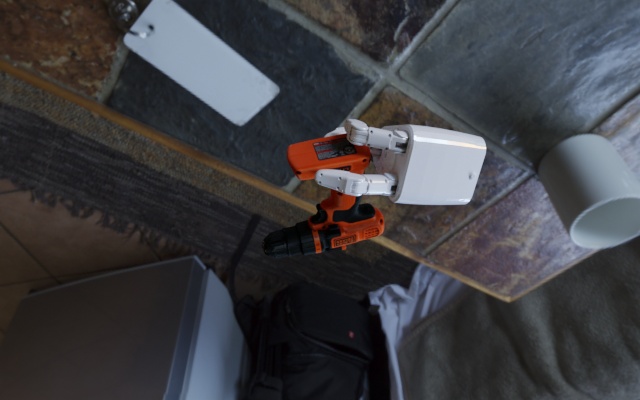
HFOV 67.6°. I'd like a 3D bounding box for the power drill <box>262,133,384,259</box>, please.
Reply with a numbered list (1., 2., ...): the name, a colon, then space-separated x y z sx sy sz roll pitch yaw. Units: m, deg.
1. power drill: 0.000 0.002 0.662 0.184 0.057 0.188 -14 -42 -9
